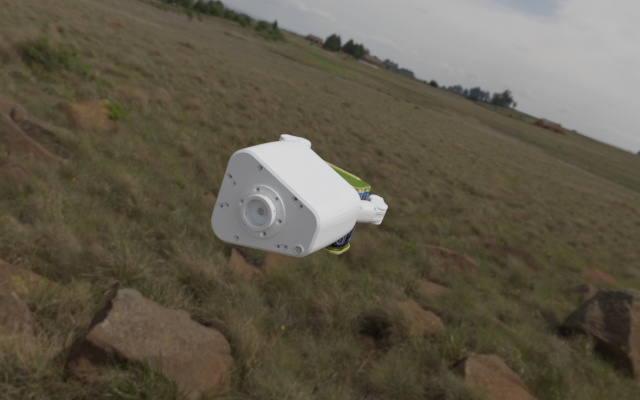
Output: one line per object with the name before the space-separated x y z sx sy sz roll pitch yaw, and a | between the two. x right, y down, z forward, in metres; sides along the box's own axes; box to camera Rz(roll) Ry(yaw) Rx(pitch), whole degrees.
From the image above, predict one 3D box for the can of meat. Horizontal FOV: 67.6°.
can of meat | 0.000 0.002 0.571 0.102 0.084 0.057 27 19 20
